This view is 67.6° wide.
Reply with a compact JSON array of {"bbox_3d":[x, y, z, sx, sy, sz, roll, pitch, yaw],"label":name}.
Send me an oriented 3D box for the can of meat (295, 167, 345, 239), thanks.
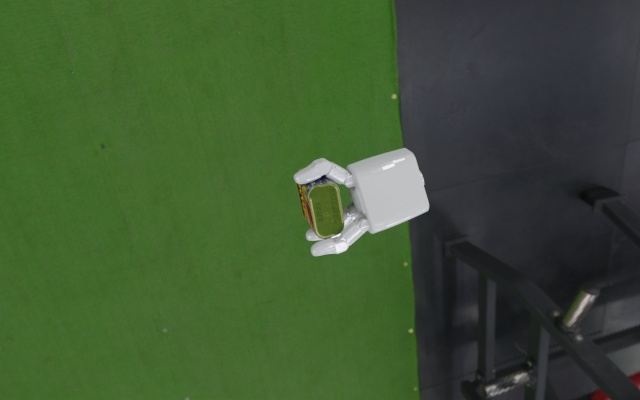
[{"bbox_3d":[0.000,0.003,0.791,0.057,0.102,0.084,-15,25,-10],"label":"can of meat"}]
